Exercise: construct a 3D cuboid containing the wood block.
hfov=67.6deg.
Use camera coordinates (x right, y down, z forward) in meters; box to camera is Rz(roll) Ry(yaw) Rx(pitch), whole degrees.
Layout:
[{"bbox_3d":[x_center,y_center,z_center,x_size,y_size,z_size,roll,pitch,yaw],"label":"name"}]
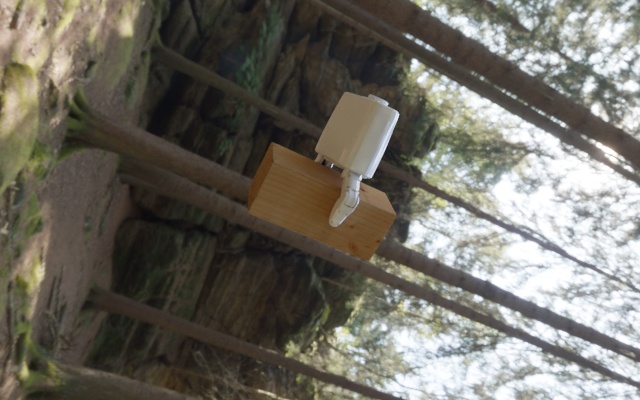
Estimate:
[{"bbox_3d":[0.000,0.002,0.739,0.206,0.090,0.090,23,21,-16],"label":"wood block"}]
